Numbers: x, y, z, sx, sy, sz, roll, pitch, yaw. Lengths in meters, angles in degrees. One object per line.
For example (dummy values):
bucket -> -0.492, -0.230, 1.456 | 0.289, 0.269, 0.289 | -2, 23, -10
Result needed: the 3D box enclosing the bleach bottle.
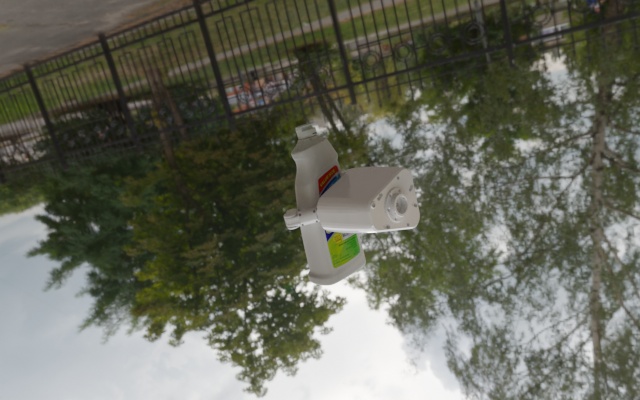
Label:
bleach bottle -> 0.000, 0.003, 0.771 | 0.102, 0.251, 0.068 | -25, 16, -37
